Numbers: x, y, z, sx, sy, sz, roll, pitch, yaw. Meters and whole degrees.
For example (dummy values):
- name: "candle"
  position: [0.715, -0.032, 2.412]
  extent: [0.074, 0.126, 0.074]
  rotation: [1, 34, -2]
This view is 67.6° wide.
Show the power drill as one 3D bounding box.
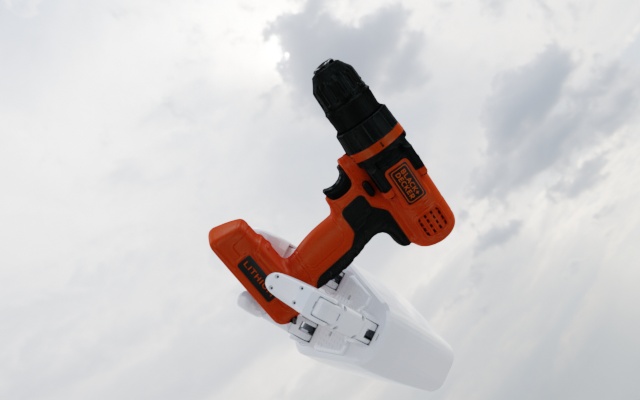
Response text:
- name: "power drill"
  position: [0.000, 0.002, 0.409]
  extent: [0.187, 0.184, 0.057]
  rotation: [-36, 12, 3]
